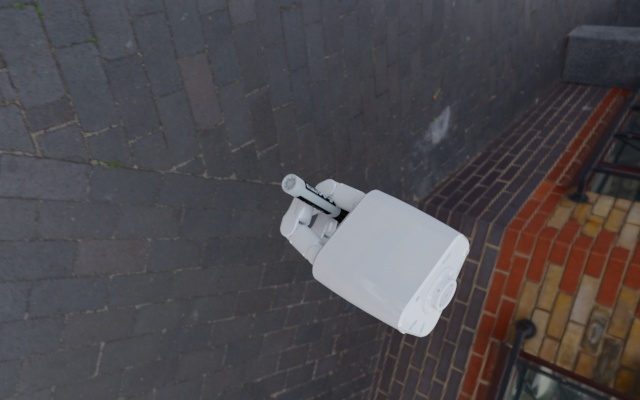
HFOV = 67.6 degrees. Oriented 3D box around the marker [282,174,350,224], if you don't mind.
[{"bbox_3d":[0.000,0.002,0.508,0.020,0.020,0.121,0,-18,32],"label":"marker"}]
